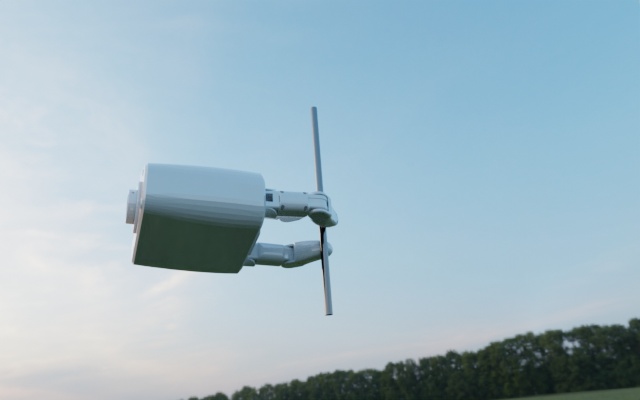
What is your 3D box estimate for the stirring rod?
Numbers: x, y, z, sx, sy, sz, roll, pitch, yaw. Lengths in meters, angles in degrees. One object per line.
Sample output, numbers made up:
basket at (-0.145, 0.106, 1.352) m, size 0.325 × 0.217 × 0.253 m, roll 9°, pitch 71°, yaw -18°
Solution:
stirring rod at (0.000, 0.002, 0.513) m, size 0.011 × 0.239 × 0.011 m, roll -4°, pitch -23°, yaw -2°
